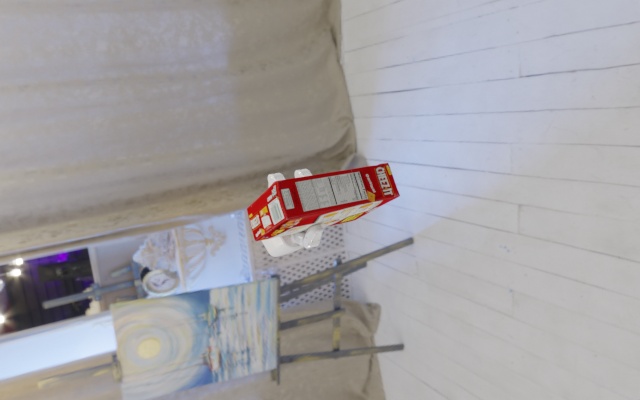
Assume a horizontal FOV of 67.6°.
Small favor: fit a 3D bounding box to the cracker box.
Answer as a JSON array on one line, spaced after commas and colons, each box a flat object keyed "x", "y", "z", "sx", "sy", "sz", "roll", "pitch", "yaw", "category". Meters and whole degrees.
[{"x": 0.000, "y": 0.003, "z": 0.824, "sx": 0.213, "sy": 0.072, "sz": 0.164, "roll": -11, "pitch": -11, "yaw": -28, "category": "cracker box"}]
